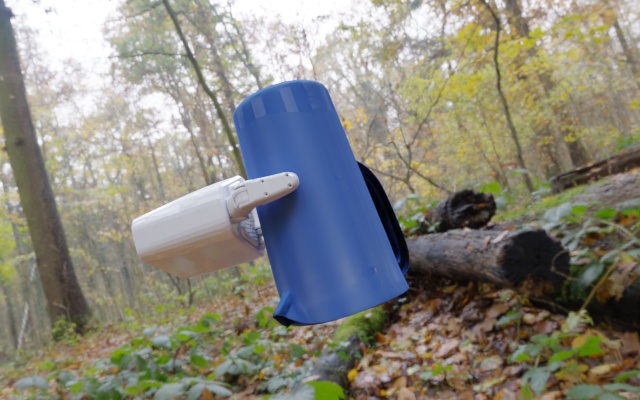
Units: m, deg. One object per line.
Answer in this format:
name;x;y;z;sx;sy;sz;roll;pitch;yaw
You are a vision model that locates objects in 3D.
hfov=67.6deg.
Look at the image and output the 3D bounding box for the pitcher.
pitcher;0.000;0.002;0.512;0.145;0.243;0.149;-19;-7;8
